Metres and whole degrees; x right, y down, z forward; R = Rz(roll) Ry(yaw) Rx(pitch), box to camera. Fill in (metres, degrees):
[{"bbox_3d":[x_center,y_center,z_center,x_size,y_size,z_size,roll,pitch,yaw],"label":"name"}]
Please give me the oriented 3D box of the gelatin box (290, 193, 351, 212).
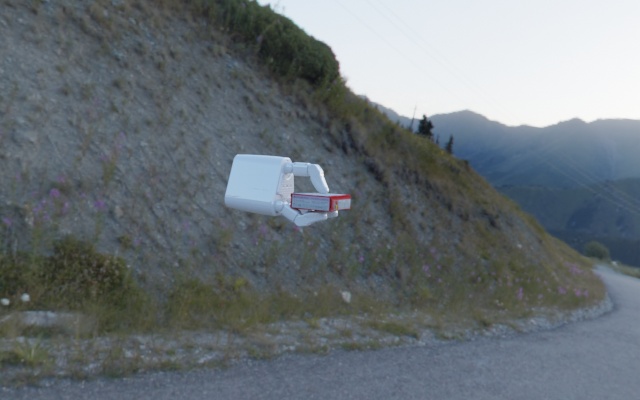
[{"bbox_3d":[0.000,0.002,0.877,0.089,0.030,0.073,4,4,32],"label":"gelatin box"}]
